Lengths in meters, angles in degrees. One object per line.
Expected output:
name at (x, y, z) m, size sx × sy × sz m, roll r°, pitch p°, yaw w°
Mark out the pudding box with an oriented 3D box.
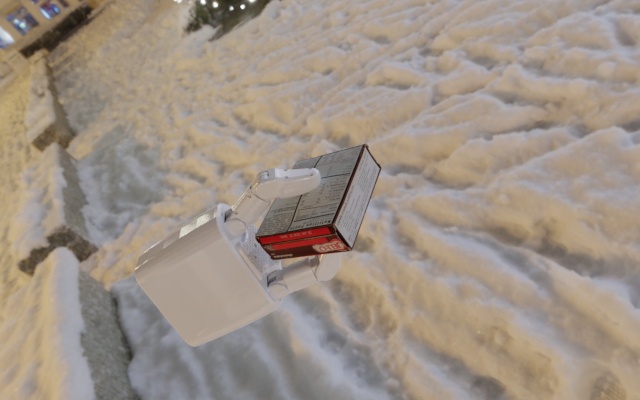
pudding box at (0.000, 0.001, 0.454) m, size 0.090 × 0.113 × 0.039 m, roll -10°, pitch -49°, yaw 34°
